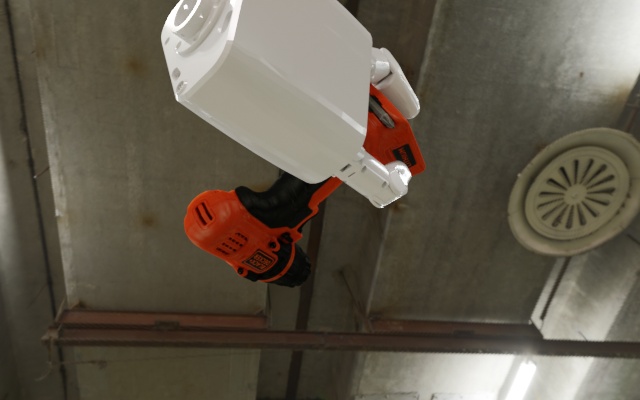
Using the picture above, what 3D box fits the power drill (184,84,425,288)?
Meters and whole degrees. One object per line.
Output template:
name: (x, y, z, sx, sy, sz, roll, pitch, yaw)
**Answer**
power drill: (0.000, 0.001, 0.416, 0.187, 0.057, 0.184, -40, -28, 3)
